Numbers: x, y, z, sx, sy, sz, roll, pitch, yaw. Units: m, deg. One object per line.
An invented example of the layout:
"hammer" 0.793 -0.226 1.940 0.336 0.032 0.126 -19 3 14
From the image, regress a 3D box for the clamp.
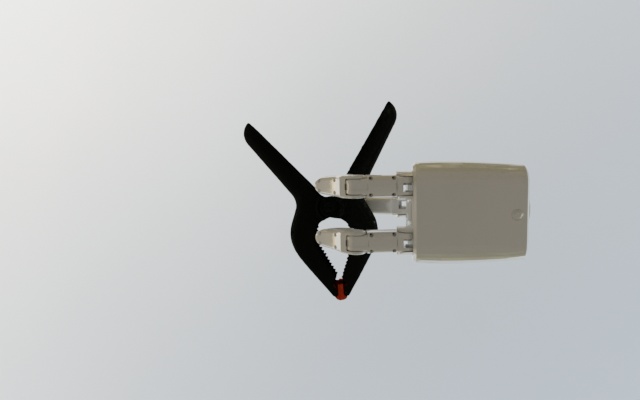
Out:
"clamp" 0.000 0.002 0.518 0.164 0.210 0.036 -1 5 8
